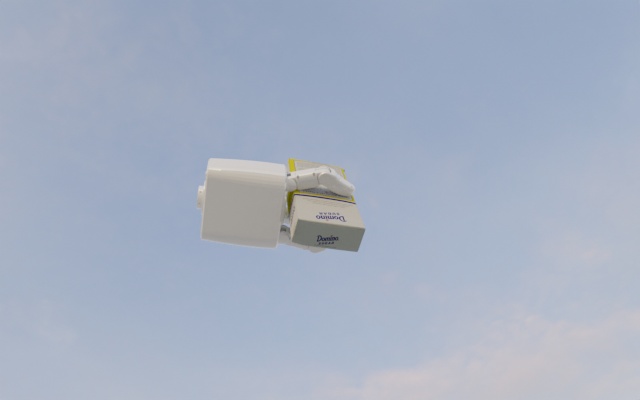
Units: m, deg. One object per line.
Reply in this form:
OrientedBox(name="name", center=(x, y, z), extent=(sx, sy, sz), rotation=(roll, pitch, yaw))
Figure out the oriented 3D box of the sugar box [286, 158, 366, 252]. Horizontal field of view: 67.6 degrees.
OrientedBox(name="sugar box", center=(0.000, 0.003, 0.685), extent=(0.093, 0.048, 0.176), rotation=(9, 31, -12))
